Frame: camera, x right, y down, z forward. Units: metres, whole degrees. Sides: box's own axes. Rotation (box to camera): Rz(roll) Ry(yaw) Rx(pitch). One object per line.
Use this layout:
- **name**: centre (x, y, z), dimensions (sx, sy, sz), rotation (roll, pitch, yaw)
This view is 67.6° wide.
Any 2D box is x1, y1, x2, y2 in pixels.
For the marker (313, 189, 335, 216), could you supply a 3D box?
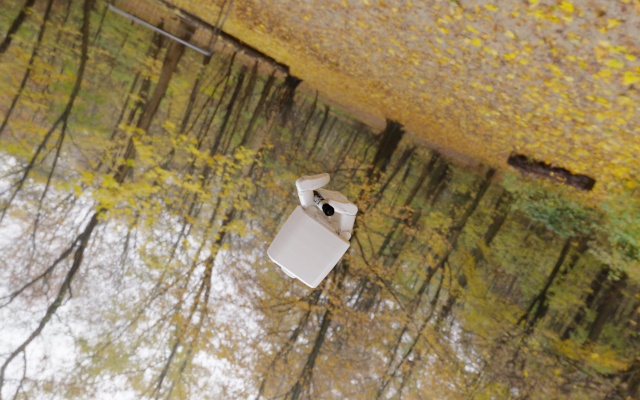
- **marker**: centre (0.000, 0.003, 0.836), dimensions (0.020, 0.020, 0.121), rotation (0, 16, -17)
